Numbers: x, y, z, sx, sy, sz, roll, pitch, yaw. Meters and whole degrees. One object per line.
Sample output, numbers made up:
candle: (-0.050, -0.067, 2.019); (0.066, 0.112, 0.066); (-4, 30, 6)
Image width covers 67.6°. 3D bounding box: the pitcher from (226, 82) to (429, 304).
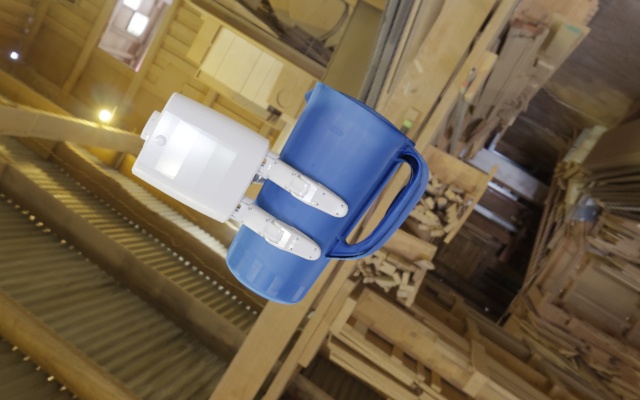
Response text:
pitcher: (0.000, 0.002, 0.555); (0.145, 0.243, 0.149); (29, 9, -18)
